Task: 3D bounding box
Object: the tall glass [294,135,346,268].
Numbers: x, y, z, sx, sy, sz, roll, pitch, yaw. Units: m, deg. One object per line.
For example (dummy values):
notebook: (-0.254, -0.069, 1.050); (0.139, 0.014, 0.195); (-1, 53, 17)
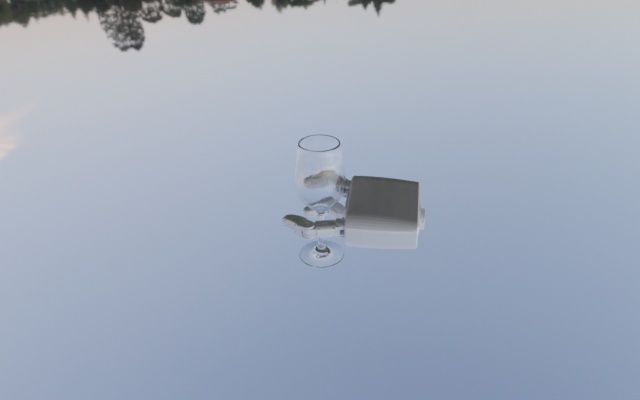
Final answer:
tall glass: (0.000, 0.003, 0.739); (0.079, 0.201, 0.079); (-1, 30, 1)
